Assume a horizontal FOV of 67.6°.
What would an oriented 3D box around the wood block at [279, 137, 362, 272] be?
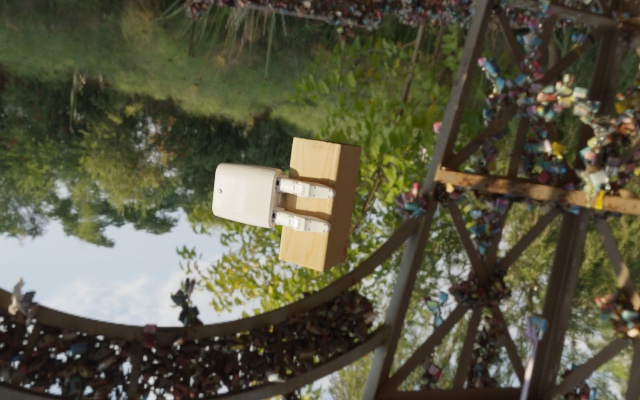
[{"bbox_3d":[0.000,0.003,0.810,0.090,0.206,0.091,12,10,25],"label":"wood block"}]
